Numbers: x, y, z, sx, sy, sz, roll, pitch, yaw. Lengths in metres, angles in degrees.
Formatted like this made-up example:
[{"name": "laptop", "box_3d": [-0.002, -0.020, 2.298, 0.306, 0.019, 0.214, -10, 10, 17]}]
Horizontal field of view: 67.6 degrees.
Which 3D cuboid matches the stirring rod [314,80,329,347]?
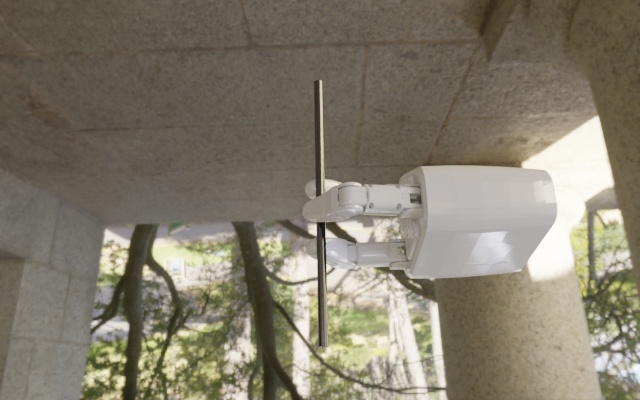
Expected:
[{"name": "stirring rod", "box_3d": [0.000, 0.001, 0.414, 0.011, 0.239, 0.011, -1, -19, 0]}]
